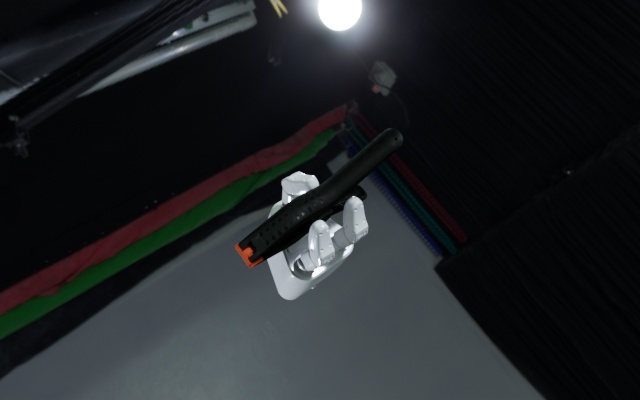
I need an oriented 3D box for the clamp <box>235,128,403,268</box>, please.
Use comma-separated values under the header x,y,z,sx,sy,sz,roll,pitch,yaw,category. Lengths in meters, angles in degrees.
x,y,z,sx,sy,sz,roll,pitch,yaw,category
-0.001,0.002,0.539,0.210,0.036,0.165,-32,-15,-28,clamp
